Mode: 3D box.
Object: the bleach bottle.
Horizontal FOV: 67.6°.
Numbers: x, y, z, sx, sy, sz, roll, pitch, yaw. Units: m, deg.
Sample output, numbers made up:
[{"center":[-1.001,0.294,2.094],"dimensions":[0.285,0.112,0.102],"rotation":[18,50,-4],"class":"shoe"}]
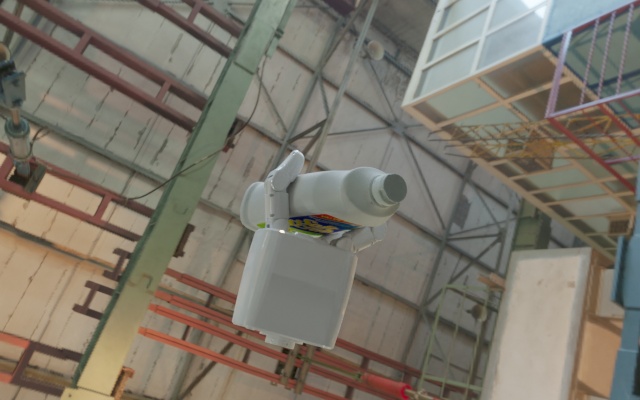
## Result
[{"center":[0.000,0.002,0.553],"dimensions":[0.102,0.068,0.251],"rotation":[22,-18,-26],"class":"bleach bottle"}]
